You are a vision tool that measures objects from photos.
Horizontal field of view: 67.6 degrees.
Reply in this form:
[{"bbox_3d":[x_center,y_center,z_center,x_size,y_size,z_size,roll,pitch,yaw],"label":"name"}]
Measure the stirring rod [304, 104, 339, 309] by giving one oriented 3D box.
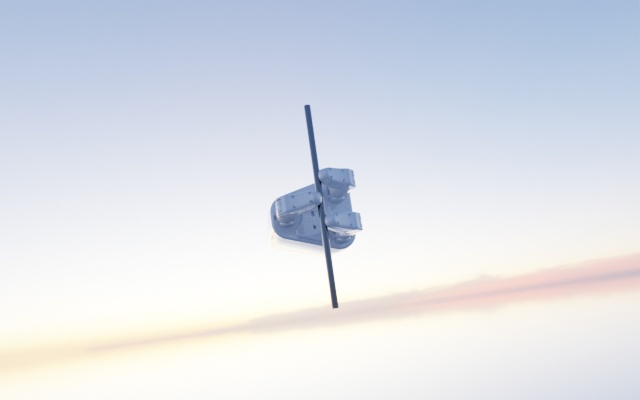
[{"bbox_3d":[0.000,0.002,0.547,0.011,0.239,0.011,-8,-13,-2],"label":"stirring rod"}]
